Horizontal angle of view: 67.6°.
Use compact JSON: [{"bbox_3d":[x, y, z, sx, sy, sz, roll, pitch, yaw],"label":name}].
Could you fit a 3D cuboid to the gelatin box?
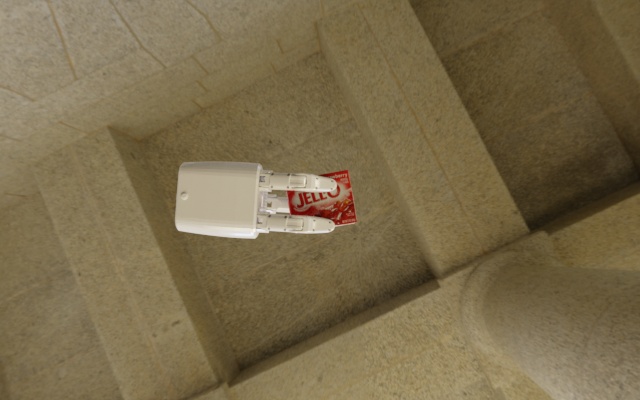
[{"bbox_3d":[0.000,0.002,0.654,0.089,0.073,0.030,-10,-3,-4],"label":"gelatin box"}]
